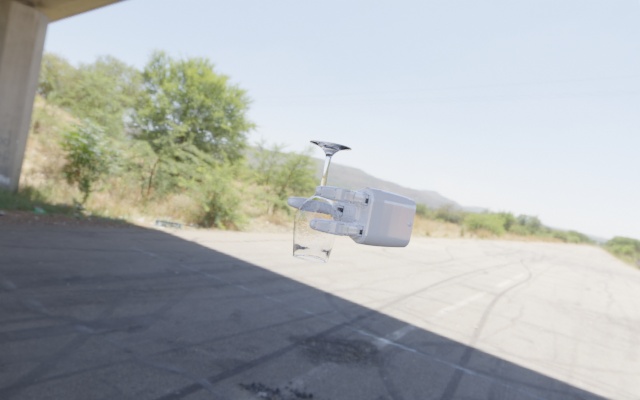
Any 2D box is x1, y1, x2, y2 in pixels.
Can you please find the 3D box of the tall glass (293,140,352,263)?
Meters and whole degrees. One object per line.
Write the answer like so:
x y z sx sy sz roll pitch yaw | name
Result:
0.000 0.002 0.821 0.079 0.201 0.079 11 1 0 | tall glass
